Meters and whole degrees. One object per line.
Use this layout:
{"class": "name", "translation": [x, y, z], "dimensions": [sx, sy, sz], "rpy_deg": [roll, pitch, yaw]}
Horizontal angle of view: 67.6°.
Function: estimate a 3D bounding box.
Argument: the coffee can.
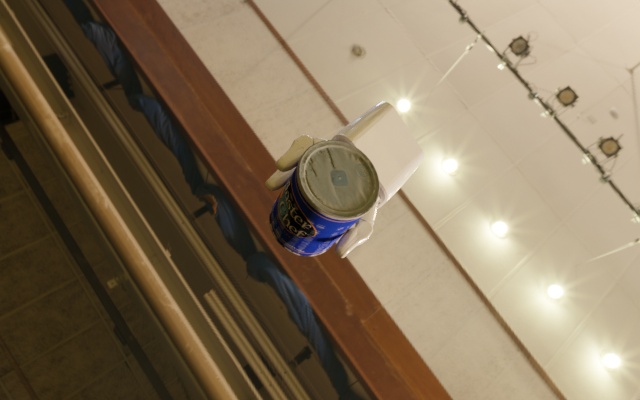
{"class": "coffee can", "translation": [0.000, 0.002, 0.613], "dimensions": [0.103, 0.102, 0.140], "rpy_deg": [0, -24, -21]}
